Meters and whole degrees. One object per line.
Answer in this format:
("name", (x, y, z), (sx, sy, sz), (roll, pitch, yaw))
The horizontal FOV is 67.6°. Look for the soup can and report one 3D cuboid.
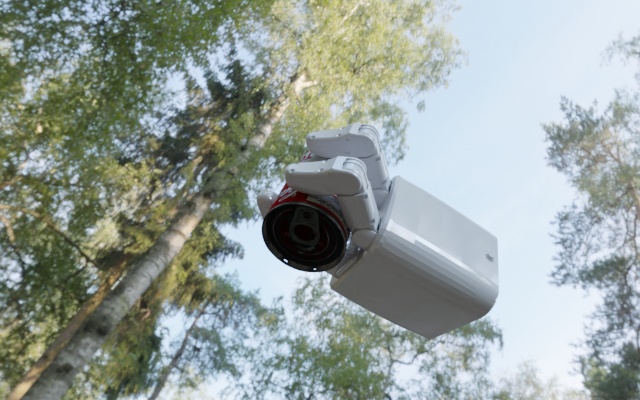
("soup can", (0.000, 0.001, 0.404), (0.068, 0.068, 0.102), (0, 35, 19))
